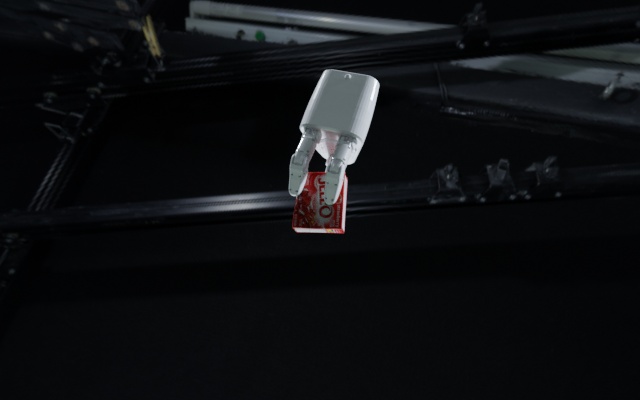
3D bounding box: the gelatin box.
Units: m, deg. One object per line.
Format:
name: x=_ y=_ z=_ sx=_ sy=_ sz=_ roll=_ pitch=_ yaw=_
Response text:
gelatin box: x=0.000 y=0.003 z=0.703 sx=0.073 sy=0.089 sz=0.030 roll=1 pitch=-18 yaw=11
